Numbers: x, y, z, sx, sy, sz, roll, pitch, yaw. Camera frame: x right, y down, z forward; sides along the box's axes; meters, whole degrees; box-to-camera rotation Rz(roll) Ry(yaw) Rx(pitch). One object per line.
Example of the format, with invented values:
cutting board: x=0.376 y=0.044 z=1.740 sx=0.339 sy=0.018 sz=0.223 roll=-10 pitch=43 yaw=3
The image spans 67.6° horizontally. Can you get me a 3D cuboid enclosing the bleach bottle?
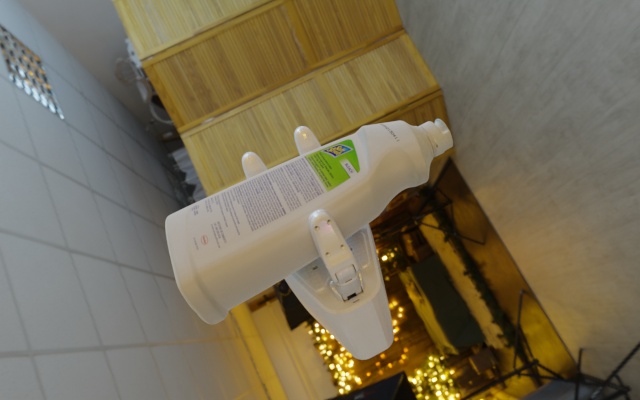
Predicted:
bleach bottle: x=0.000 y=0.001 z=0.405 sx=0.251 sy=0.068 sz=0.102 roll=-26 pitch=45 yaw=-4
